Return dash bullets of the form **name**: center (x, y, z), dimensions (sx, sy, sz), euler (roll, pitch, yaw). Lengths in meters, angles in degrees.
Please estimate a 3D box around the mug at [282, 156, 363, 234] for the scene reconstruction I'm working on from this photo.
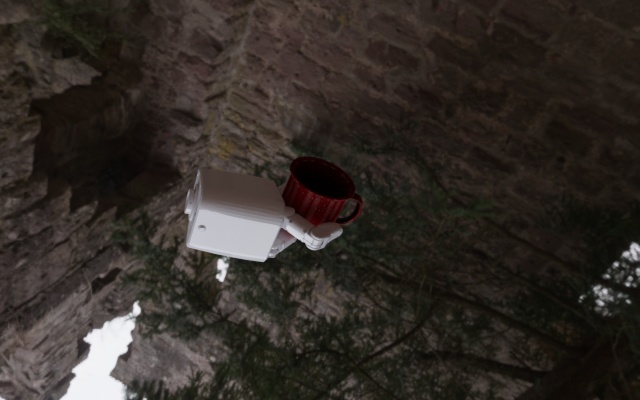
- **mug**: center (0.001, 0.003, 0.656), dimensions (0.117, 0.081, 0.093), euler (14, 35, -18)
